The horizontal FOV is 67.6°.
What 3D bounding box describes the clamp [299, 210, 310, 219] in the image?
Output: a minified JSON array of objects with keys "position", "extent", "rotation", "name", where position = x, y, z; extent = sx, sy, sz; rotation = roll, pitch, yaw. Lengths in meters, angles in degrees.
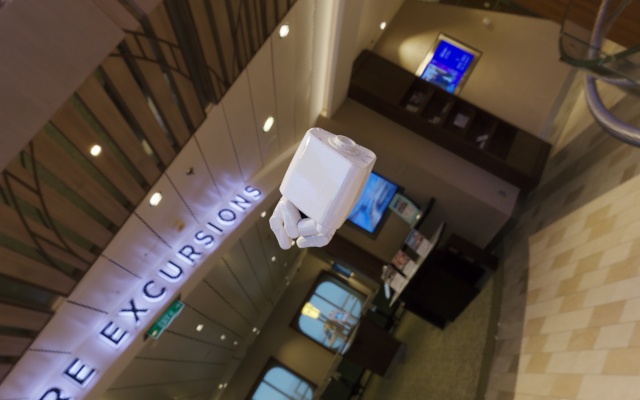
[{"position":[0.000,0.002,0.806],"extent":[0.039,0.120,0.171],"rotation":[30,26,8],"name":"clamp"}]
